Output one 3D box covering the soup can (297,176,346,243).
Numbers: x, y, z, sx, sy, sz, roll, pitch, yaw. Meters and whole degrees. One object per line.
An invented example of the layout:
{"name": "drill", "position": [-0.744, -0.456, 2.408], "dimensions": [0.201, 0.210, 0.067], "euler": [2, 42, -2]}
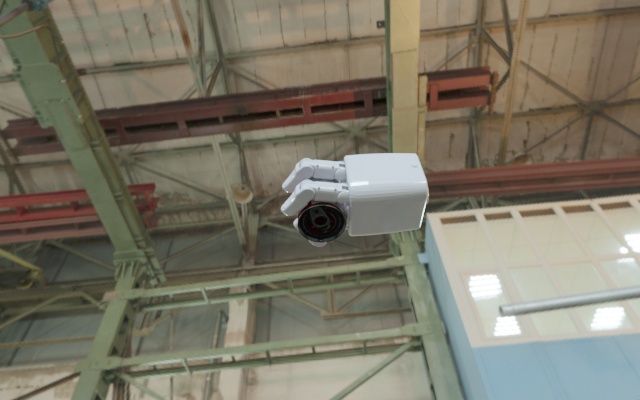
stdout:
{"name": "soup can", "position": [0.000, 0.002, 0.699], "dimensions": [0.068, 0.069, 0.102], "euler": [0, 38, -3]}
